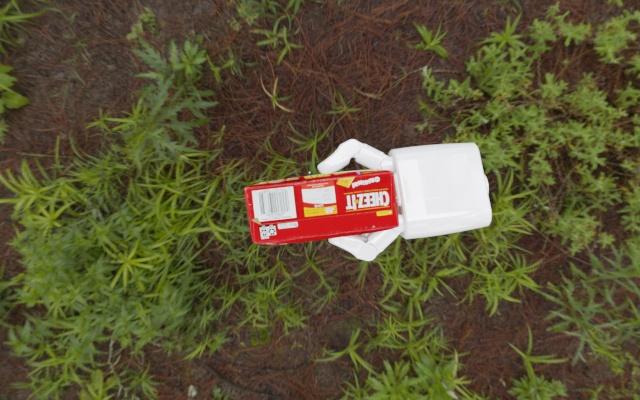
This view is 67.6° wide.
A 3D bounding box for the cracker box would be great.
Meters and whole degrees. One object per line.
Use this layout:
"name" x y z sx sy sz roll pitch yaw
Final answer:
"cracker box" 0.000 0.002 0.617 0.164 0.072 0.213 -7 3 -1
